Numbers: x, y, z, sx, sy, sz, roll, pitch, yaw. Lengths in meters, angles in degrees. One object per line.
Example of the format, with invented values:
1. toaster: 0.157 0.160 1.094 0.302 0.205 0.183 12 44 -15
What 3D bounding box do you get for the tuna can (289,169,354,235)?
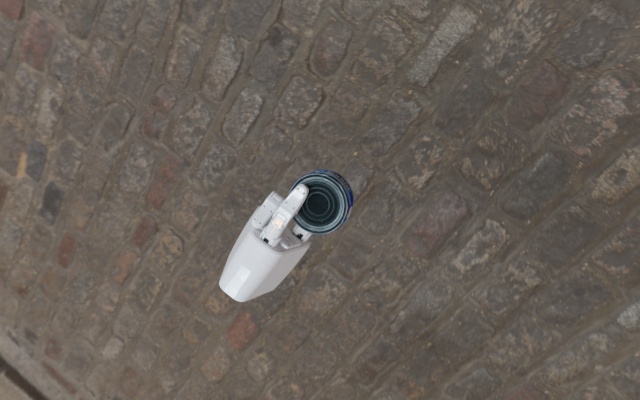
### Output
1. tuna can: 0.000 0.002 0.644 0.086 0.086 0.033 0 11 17
